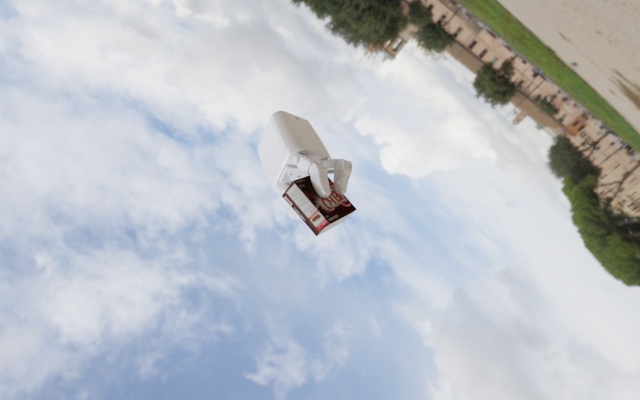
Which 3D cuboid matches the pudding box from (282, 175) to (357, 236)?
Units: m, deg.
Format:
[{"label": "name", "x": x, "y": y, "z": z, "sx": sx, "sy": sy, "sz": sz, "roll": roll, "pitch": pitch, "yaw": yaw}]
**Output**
[{"label": "pudding box", "x": 0.000, "y": 0.003, "z": 0.778, "sx": 0.039, "sy": 0.090, "sz": 0.113, "roll": -47, "pitch": -11, "yaw": 28}]
